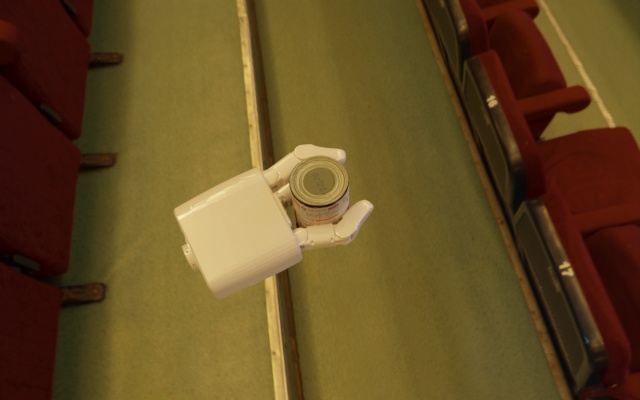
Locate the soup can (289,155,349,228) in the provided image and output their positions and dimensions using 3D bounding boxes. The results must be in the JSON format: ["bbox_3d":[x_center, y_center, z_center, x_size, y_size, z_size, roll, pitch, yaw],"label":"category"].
[{"bbox_3d":[0.001,0.002,0.561,0.068,0.068,0.102,0,-29,3],"label":"soup can"}]
